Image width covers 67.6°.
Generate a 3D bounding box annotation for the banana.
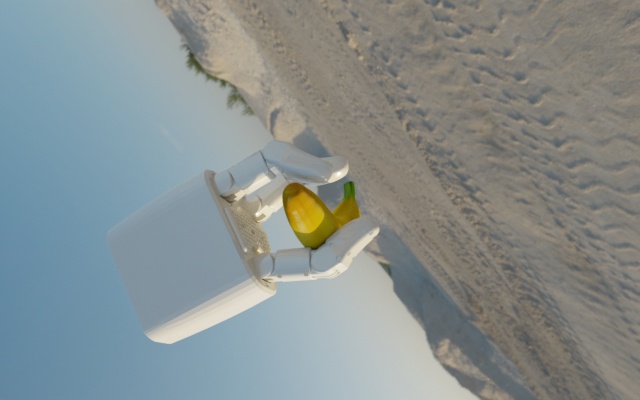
[{"bbox_3d":[0.007,0.019,0.430,0.037,0.069,0.198,-18,-2,14],"label":"banana"}]
